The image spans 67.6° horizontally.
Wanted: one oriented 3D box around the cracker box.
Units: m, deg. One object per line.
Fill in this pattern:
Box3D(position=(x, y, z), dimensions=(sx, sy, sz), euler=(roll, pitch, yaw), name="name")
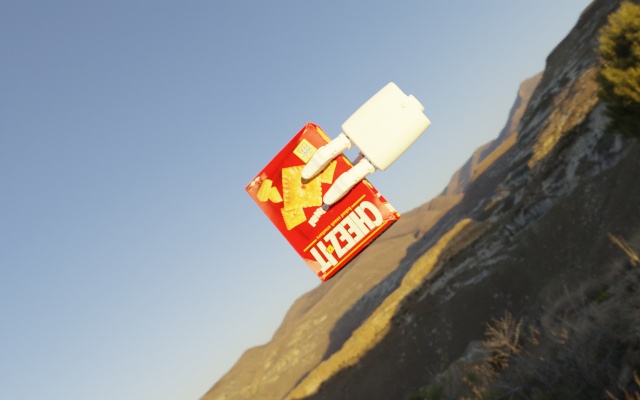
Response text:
Box3D(position=(0.000, 0.002, 0.800), dimensions=(0.164, 0.213, 0.072), euler=(-43, -11, 13), name="cracker box")
